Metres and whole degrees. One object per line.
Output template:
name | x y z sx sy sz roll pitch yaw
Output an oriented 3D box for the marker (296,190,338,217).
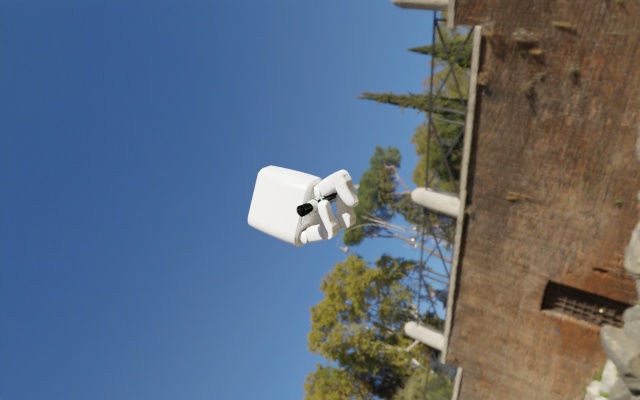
marker | 0.000 0.003 0.761 0.020 0.020 0.121 0 14 34
